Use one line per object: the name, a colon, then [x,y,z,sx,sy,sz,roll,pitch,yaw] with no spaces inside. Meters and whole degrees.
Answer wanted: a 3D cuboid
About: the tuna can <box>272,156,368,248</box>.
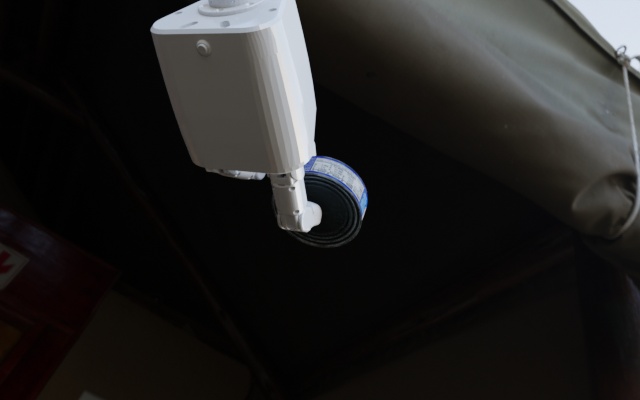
tuna can: [0.000,0.001,0.448,0.086,0.086,0.033,0,37,20]
